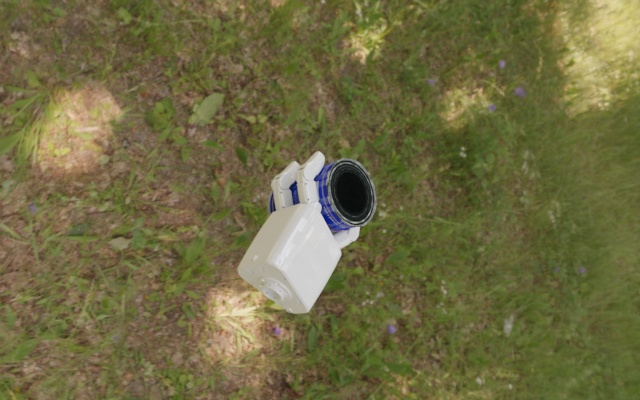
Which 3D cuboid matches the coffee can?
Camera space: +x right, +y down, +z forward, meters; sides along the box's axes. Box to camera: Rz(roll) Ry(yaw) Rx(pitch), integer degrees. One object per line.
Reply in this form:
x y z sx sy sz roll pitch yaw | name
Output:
0.000 0.002 0.737 0.103 0.103 0.140 0 -12 -44 | coffee can
